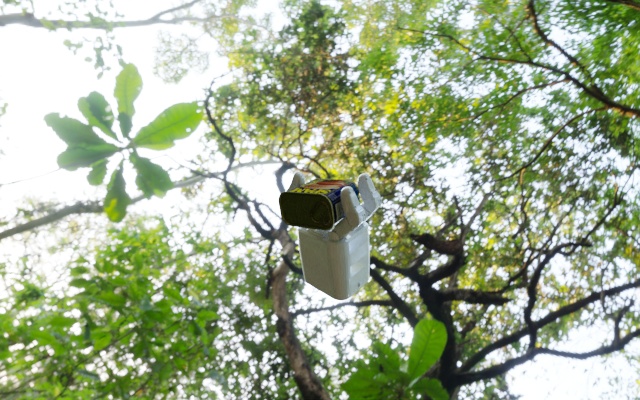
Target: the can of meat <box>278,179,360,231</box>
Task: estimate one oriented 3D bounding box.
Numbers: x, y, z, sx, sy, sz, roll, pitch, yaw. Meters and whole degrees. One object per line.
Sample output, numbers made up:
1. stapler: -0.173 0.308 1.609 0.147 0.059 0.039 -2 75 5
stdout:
1. can of meat: 0.000 0.002 0.748 0.102 0.057 0.084 4 21 36
